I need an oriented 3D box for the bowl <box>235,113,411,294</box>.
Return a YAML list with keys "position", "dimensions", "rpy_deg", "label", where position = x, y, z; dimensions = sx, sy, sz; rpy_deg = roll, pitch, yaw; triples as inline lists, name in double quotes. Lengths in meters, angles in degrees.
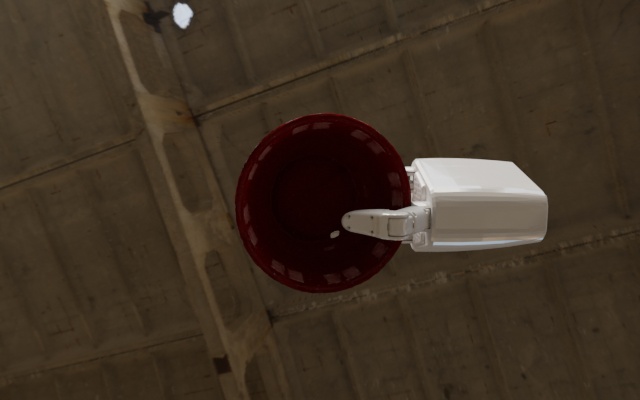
- position: [-0.001, 0.001, 0.448]
  dimensions: [0.162, 0.162, 0.055]
  rpy_deg: [0, 7, -13]
  label: "bowl"
